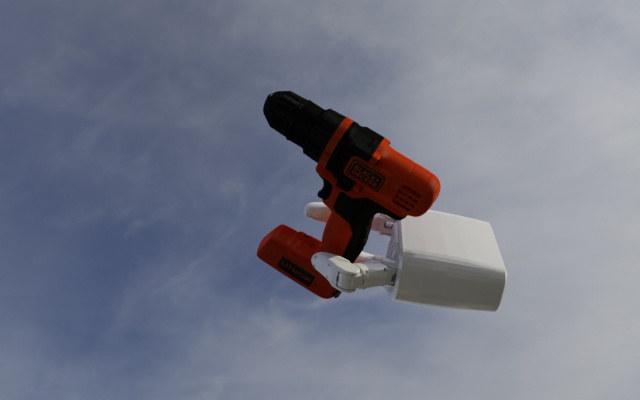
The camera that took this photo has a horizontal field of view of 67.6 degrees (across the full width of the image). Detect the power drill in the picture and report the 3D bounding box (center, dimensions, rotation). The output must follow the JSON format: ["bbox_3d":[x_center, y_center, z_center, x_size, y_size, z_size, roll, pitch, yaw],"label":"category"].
[{"bbox_3d":[0.000,0.002,0.487,0.184,0.188,0.057,33,37,5],"label":"power drill"}]
